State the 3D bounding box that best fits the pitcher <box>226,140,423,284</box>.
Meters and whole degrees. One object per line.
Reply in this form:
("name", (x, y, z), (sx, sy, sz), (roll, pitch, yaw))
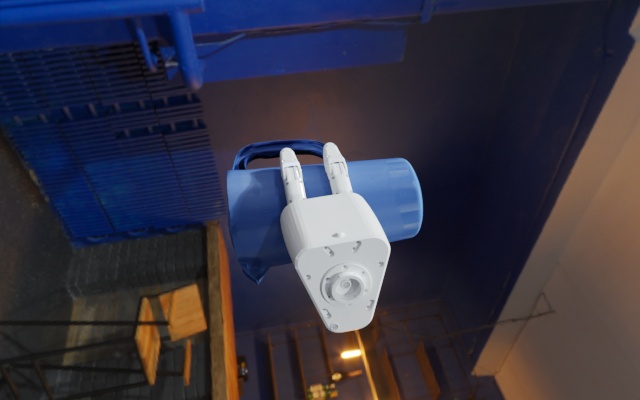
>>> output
("pitcher", (0.000, 0.002, 0.627), (0.243, 0.149, 0.145), (-8, 23, -7))
